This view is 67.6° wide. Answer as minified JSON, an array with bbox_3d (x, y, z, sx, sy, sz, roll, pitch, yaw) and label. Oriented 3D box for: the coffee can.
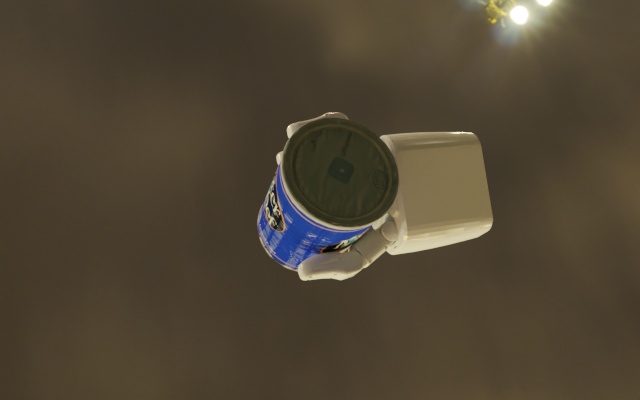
[{"bbox_3d":[0.000,0.002,0.457,0.103,0.102,0.140,0,-23,-17],"label":"coffee can"}]
